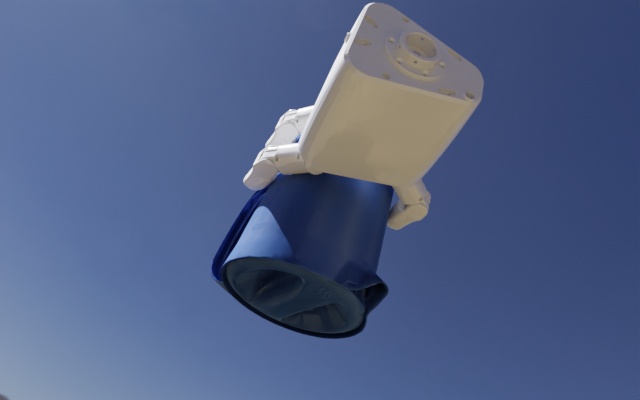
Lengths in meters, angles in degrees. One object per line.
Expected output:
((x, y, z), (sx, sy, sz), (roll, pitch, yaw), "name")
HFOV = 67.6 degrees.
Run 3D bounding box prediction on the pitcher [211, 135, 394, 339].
((0.000, 0.002, 0.482), (0.149, 0.242, 0.145), (24, -36, -4), "pitcher")
